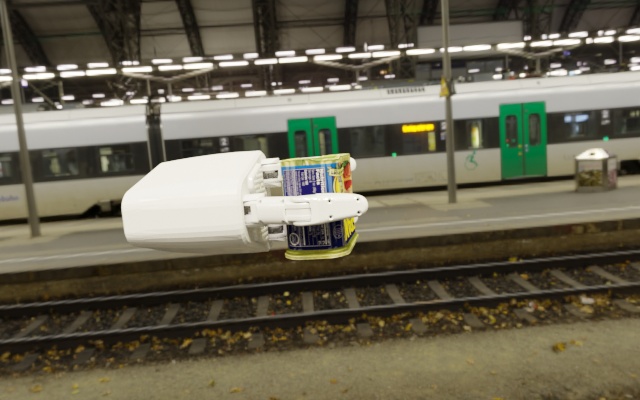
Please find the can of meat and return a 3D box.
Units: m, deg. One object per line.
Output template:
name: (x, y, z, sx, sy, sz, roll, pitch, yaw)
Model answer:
can of meat: (0.000, 0.001, 0.438, 0.057, 0.084, 0.102, -4, 6, 11)
